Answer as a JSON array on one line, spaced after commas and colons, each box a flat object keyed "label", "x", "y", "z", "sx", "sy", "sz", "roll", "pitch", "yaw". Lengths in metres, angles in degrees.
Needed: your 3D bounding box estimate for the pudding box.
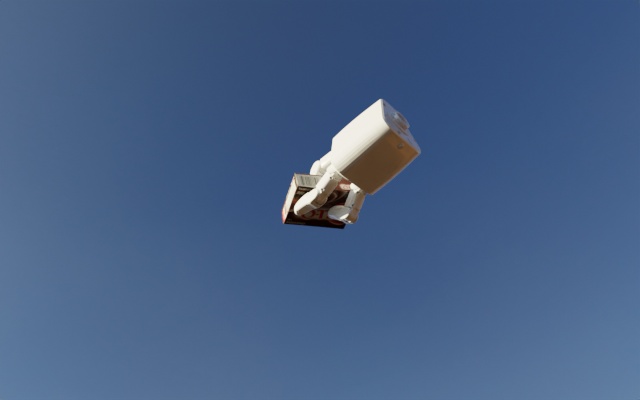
[{"label": "pudding box", "x": 0.000, "y": 0.002, "z": 0.798, "sx": 0.113, "sy": 0.090, "sz": 0.039, "roll": 7, "pitch": 42, "yaw": -17}]
